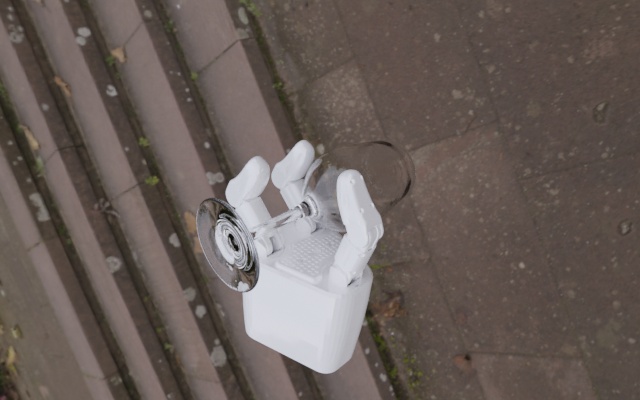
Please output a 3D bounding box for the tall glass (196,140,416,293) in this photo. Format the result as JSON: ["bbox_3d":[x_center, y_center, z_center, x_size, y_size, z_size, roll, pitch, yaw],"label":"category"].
[{"bbox_3d":[0.000,0.001,0.410,0.201,0.079,0.079,-25,17,-40],"label":"tall glass"}]
